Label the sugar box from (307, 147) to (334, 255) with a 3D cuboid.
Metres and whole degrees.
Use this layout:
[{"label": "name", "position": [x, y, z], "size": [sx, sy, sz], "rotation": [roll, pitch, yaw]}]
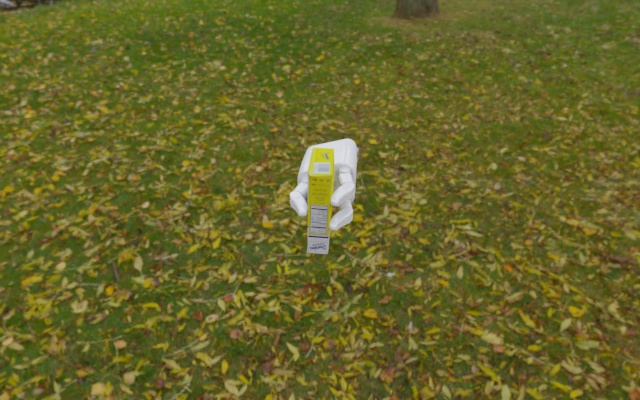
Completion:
[{"label": "sugar box", "position": [0.001, 0.003, 0.870], "size": [0.048, 0.176, 0.093], "rotation": [2, 36, 4]}]
